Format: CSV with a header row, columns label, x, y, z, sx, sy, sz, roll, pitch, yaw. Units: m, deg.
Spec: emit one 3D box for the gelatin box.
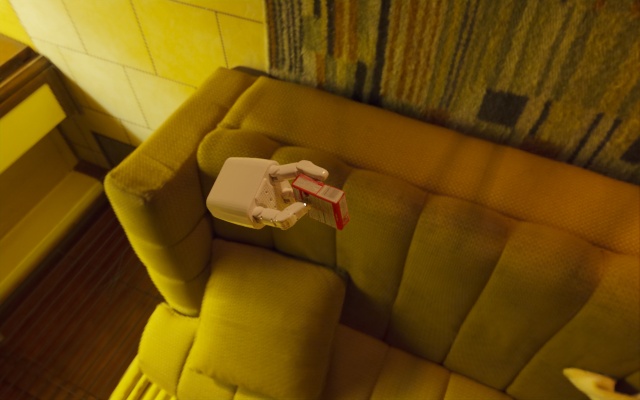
label,x,y,z,sx,sy,sz,roll,pitch,yaw
gelatin box,0.000,0.003,0.770,0.089,0.030,0.073,23,-31,26
